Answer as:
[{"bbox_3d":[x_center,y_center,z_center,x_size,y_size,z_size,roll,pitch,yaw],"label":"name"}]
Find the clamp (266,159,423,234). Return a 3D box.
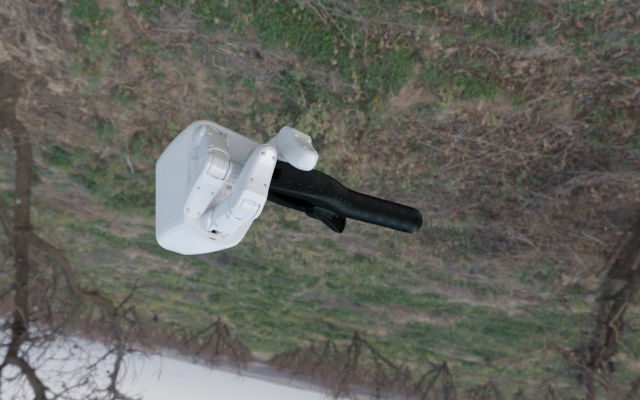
[{"bbox_3d":[0.000,0.002,0.462,0.171,0.039,0.120,23,-23,-28],"label":"clamp"}]
